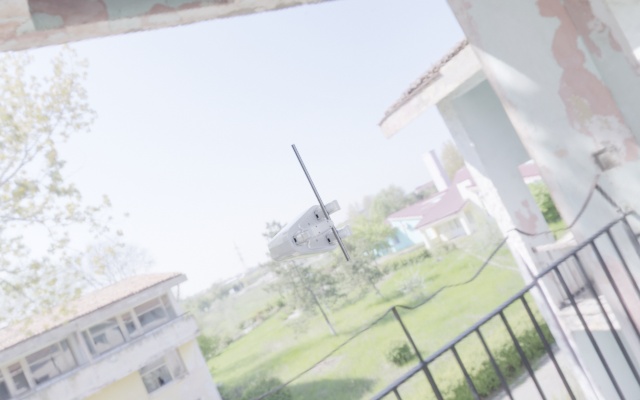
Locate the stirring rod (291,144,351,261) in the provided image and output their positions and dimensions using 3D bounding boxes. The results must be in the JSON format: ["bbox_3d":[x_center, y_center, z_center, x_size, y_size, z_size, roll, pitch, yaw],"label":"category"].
[{"bbox_3d":[0.000,0.003,0.889,0.011,0.239,0.011,-26,-3,-2],"label":"stirring rod"}]
